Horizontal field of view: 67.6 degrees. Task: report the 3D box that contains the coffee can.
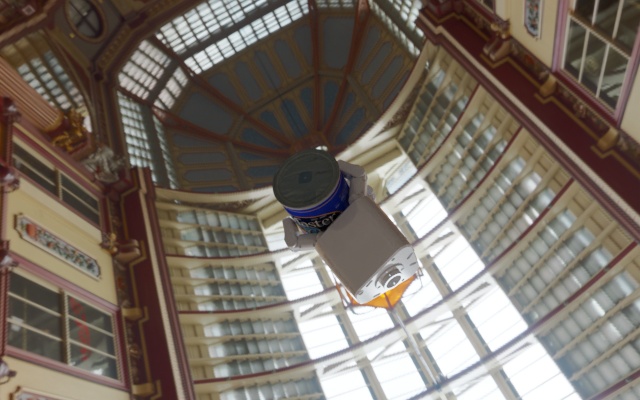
[{"bbox_3d":[0.000,0.002,0.738,0.103,0.102,0.140,0,-31,22],"label":"coffee can"}]
